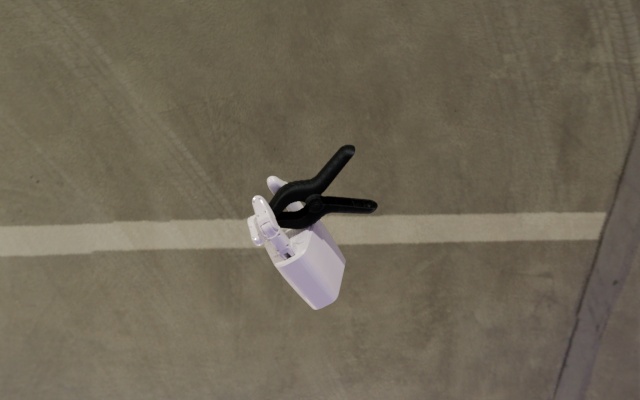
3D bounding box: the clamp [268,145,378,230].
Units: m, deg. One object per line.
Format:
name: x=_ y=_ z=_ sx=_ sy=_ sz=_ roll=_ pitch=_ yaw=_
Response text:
clamp: x=0.000 y=0.003 z=0.708 sx=0.171 sy=0.120 sz=0.039 roll=-29 pitch=27 yaw=11
